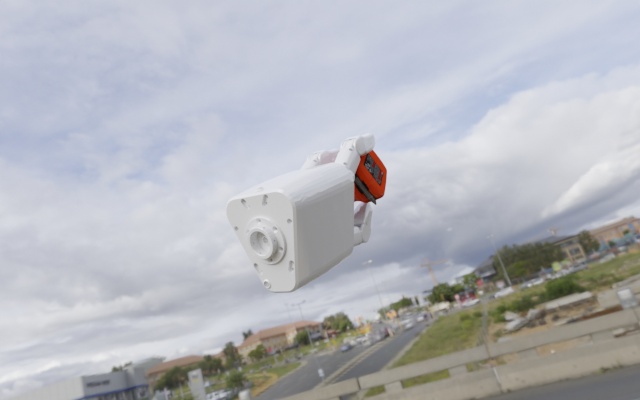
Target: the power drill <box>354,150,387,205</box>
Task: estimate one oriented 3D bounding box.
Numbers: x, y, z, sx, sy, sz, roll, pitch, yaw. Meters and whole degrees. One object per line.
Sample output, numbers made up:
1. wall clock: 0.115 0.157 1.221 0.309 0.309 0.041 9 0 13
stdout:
1. power drill: 0.000 0.002 0.643 0.188 0.057 0.184 -36 13 21
